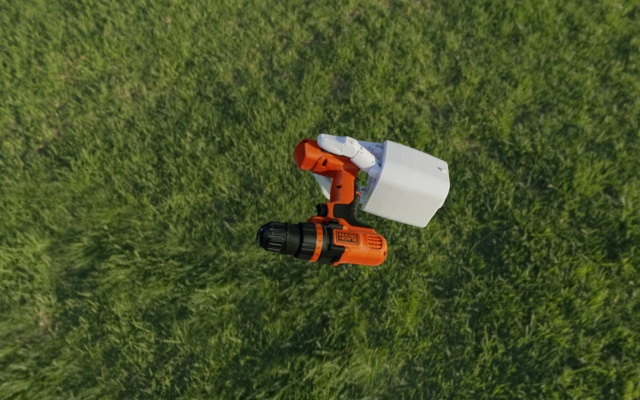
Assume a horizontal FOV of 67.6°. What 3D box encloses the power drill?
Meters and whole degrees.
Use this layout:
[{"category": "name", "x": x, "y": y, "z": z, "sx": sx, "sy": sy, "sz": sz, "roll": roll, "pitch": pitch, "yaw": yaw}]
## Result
[{"category": "power drill", "x": 0.000, "y": 0.002, "z": 0.688, "sx": 0.184, "sy": 0.187, "sz": 0.057, "roll": 10, "pitch": -33, "yaw": -20}]
